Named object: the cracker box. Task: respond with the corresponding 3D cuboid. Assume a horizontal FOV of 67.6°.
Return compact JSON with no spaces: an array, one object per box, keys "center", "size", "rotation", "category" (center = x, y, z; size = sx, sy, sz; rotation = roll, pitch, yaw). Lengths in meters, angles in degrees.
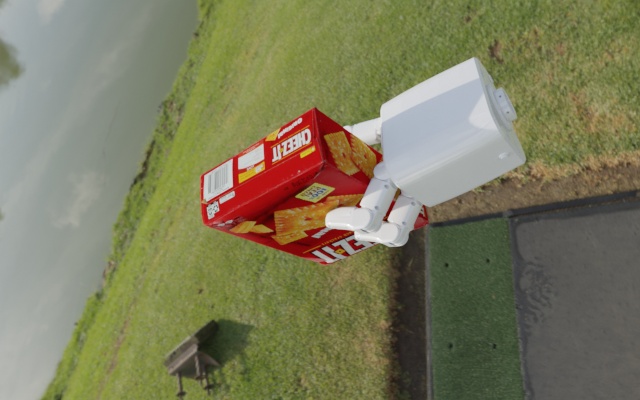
[{"center":[0.000,0.002,0.540],"size":[0.164,0.072,0.214],"rotation":[-25,-32,30],"category":"cracker box"}]
